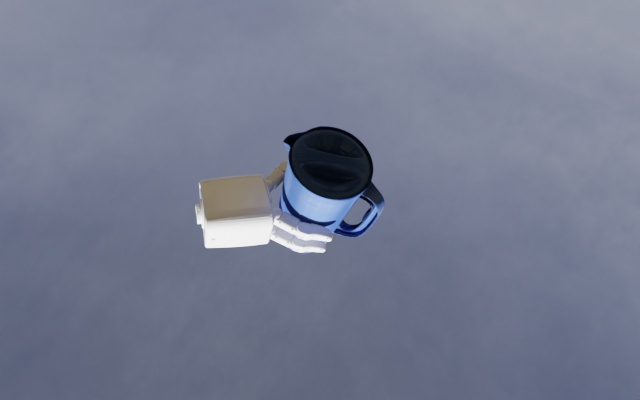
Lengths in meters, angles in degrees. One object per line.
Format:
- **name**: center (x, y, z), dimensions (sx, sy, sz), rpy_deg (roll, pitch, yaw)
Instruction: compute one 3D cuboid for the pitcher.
- **pitcher**: center (0.000, 0.003, 0.815), dimensions (0.145, 0.149, 0.243), rpy_deg (-6, -27, -17)
